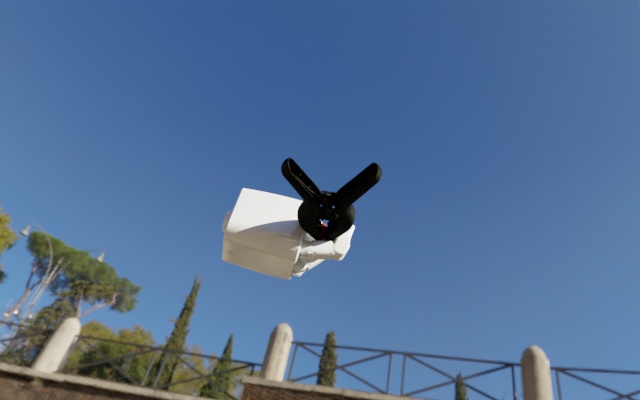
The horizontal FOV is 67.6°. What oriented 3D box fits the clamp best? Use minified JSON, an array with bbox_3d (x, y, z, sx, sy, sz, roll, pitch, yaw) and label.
[{"bbox_3d":[0.000,0.002,0.626,0.120,0.039,0.172,13,-40,-5],"label":"clamp"}]
